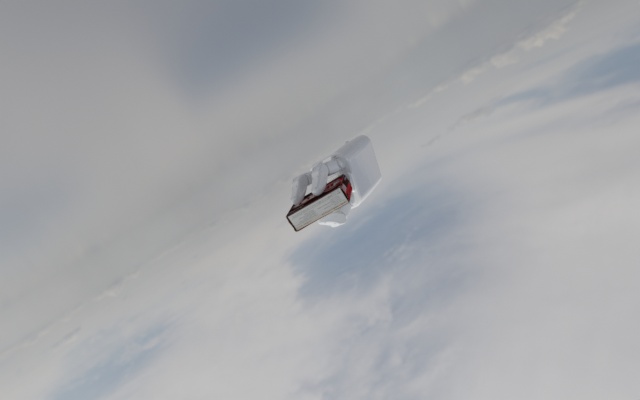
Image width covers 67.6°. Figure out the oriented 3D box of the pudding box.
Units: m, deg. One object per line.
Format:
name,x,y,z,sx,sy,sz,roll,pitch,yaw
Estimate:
pudding box,0.000,0.003,0.846,0.113,0.039,0.090,-32,9,14
